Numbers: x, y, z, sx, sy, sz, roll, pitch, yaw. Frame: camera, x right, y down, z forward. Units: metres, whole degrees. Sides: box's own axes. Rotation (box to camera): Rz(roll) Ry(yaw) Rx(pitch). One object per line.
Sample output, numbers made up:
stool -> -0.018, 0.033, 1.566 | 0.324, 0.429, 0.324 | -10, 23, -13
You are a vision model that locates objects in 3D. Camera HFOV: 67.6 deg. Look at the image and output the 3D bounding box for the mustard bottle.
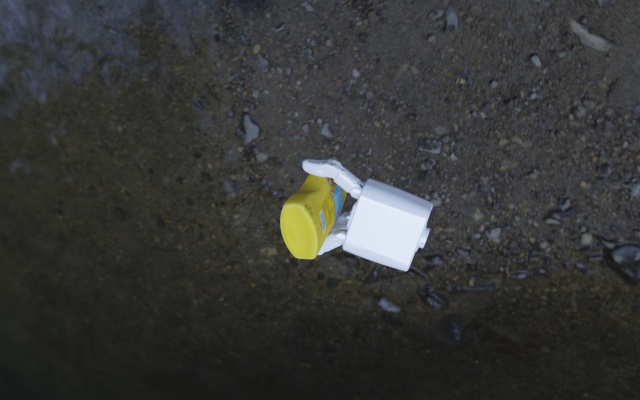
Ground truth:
mustard bottle -> 0.000, 0.003, 0.758 | 0.058, 0.096, 0.191 | -1, 28, 23
